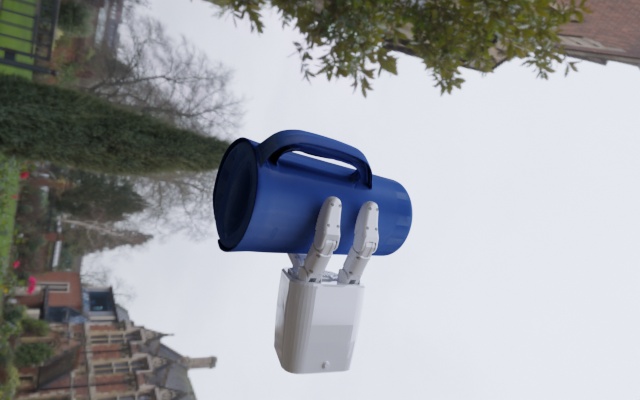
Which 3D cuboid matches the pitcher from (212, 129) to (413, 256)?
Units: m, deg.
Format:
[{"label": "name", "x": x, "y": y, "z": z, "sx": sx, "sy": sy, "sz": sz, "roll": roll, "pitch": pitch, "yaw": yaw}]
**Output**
[{"label": "pitcher", "x": 0.000, "y": 0.002, "z": 0.598, "sx": 0.243, "sy": 0.145, "sz": 0.149, "roll": 9, "pitch": 0, "yaw": -31}]
